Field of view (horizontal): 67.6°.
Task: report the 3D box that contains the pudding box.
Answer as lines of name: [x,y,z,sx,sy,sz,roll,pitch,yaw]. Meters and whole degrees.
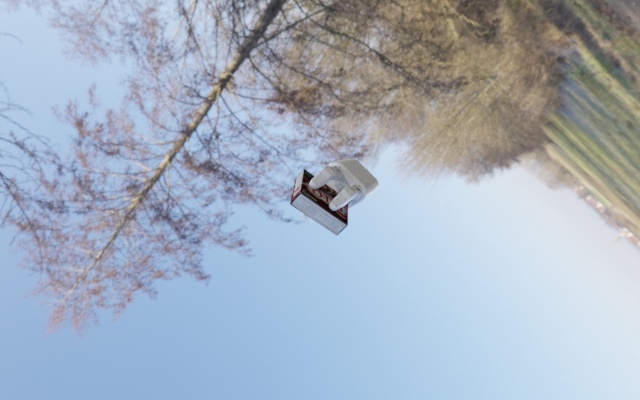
pudding box: [0.000,0.003,0.896,0.113,0.039,0.090,33,27,-16]
